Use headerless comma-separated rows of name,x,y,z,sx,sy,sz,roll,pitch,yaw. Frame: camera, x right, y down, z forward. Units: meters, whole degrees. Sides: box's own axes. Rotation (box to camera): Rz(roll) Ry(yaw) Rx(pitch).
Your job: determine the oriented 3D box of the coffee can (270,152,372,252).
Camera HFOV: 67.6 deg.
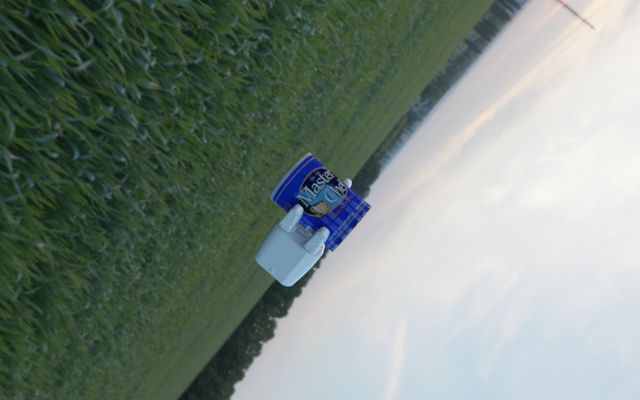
coffee can,0.000,0.002,0.804,0.140,0.103,0.103,41,3,3
